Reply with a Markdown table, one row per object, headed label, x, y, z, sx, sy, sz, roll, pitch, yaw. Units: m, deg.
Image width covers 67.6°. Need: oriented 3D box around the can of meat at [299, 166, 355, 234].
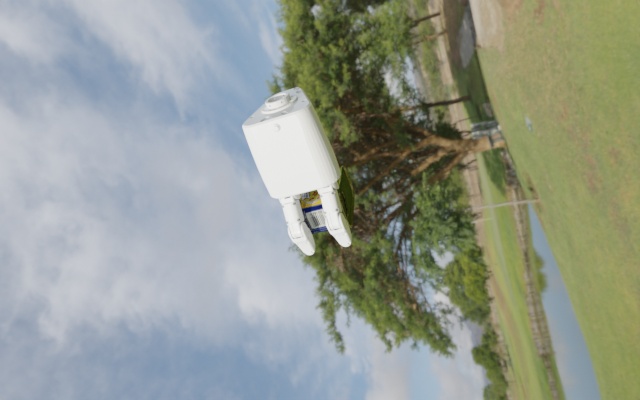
| label | x | y | z | sx | sy | sz | roll | pitch | yaw |
| --- | --- | --- | --- | --- | --- | --- | --- | --- | --- |
| can of meat | 0.000 | 0.002 | 0.687 | 0.084 | 0.057 | 0.102 | -14 | 33 | 15 |
